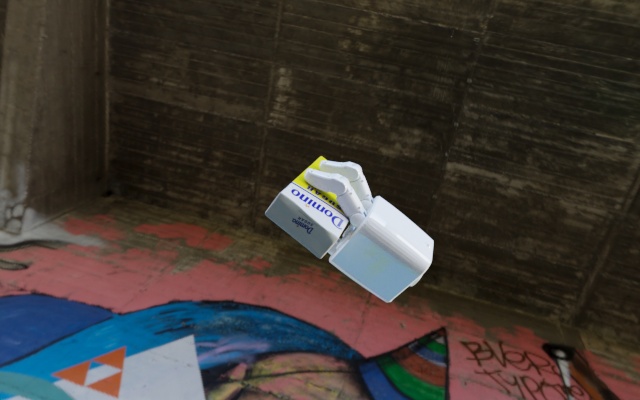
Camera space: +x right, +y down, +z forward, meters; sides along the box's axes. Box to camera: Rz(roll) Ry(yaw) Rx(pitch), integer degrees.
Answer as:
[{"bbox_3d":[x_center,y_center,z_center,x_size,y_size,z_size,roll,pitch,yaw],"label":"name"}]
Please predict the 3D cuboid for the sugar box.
[{"bbox_3d":[0.001,0.002,0.662,0.093,0.048,0.176,39,24,0],"label":"sugar box"}]
